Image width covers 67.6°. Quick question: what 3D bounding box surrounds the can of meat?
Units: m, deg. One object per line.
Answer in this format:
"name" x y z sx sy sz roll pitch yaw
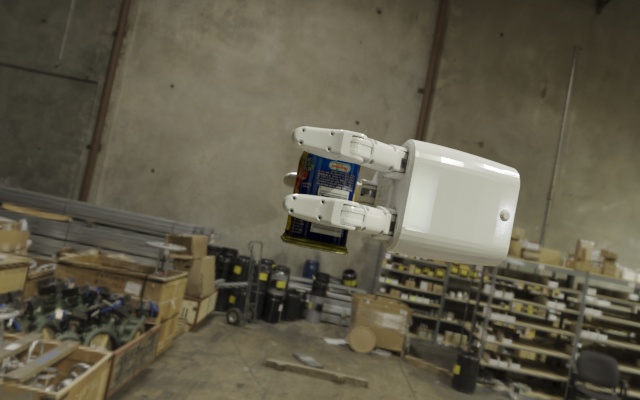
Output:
"can of meat" 0.000 0.001 0.443 0.057 0.084 0.102 12 -3 -6
